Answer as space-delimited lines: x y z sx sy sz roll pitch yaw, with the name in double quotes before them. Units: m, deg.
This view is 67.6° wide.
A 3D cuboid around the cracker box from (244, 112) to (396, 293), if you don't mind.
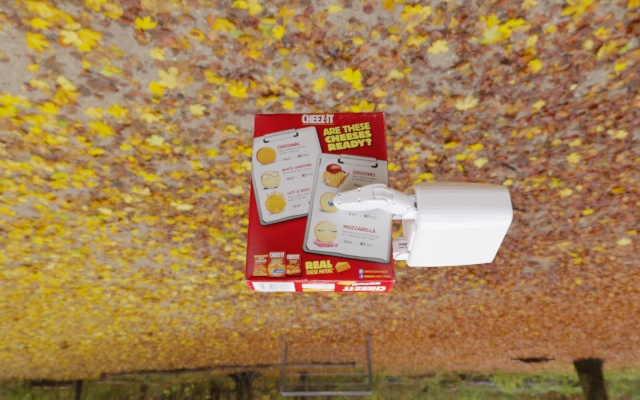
"cracker box" 0.000 0.002 0.576 0.164 0.213 0.072 -1 -23 1
